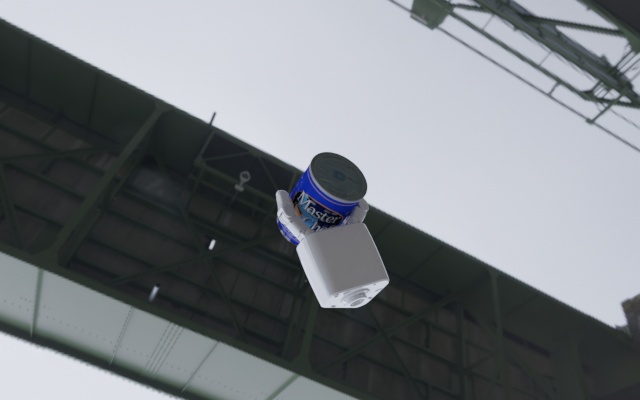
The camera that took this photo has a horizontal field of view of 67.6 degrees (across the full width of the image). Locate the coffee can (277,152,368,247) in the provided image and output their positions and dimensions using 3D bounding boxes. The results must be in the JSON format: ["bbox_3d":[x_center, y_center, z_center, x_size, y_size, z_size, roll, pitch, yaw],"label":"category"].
[{"bbox_3d":[0.000,0.002,0.804,0.103,0.102,0.140,0,-38,-34],"label":"coffee can"}]
